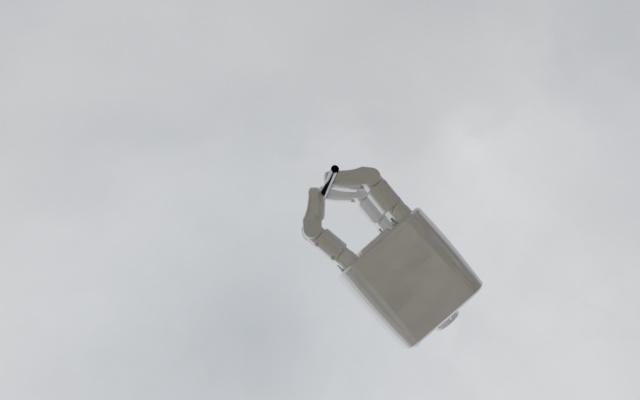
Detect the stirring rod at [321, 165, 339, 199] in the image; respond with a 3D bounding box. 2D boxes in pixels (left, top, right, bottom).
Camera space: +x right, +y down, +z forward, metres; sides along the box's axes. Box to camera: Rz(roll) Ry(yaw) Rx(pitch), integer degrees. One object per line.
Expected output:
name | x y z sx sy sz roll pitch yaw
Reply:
stirring rod | 0.000 0.002 0.566 0.011 0.011 0.239 0 -15 -7
